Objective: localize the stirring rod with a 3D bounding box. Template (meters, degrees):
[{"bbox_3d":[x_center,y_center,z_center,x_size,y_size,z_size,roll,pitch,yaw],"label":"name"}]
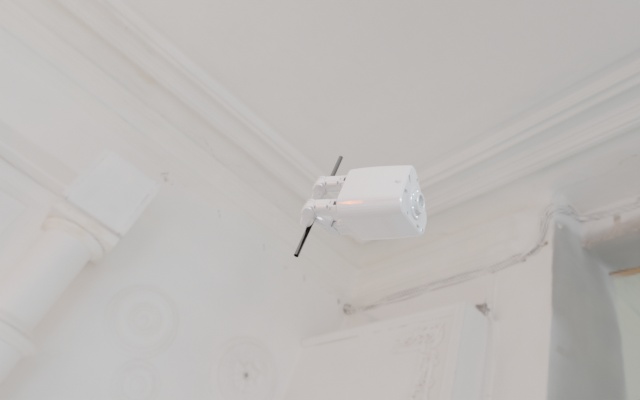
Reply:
[{"bbox_3d":[0.000,0.003,0.835,0.011,0.239,0.011,14,-40,12],"label":"stirring rod"}]
